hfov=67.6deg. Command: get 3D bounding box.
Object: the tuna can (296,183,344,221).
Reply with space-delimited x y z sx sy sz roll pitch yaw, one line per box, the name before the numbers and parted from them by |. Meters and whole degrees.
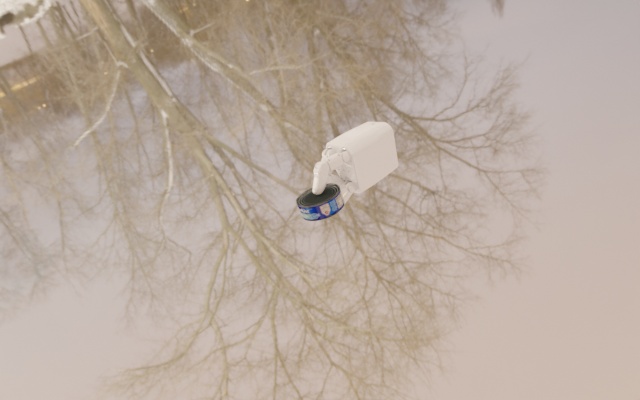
tuna can | 0.000 0.003 0.882 0.086 0.034 0.086 -17 23 7
